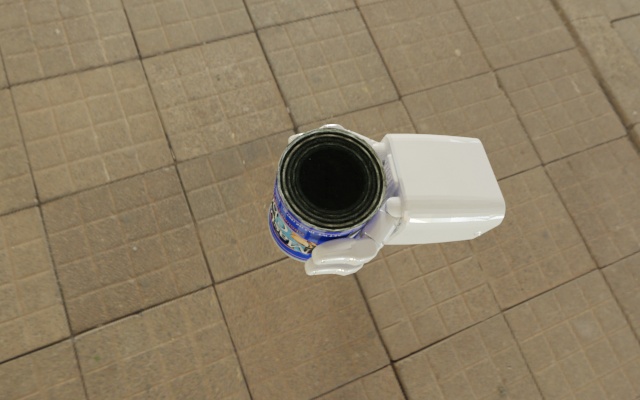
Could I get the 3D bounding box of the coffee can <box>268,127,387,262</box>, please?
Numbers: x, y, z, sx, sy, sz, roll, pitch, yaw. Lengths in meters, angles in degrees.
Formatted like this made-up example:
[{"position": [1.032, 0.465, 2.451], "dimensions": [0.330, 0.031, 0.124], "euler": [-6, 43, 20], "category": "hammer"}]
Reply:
[{"position": [0.000, 0.002, 0.499], "dimensions": [0.103, 0.102, 0.140], "euler": [0, -18, -9], "category": "coffee can"}]
